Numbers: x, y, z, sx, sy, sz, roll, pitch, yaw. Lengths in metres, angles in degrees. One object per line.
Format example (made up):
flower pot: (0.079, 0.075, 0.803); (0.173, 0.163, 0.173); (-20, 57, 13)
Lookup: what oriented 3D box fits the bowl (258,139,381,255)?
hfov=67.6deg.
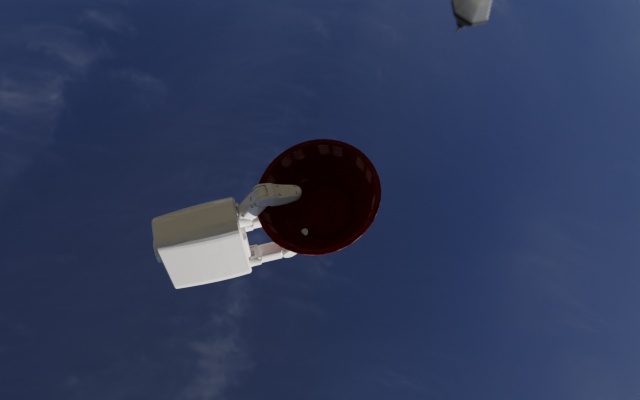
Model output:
bowl: (0.001, 0.002, 0.624); (0.162, 0.162, 0.055); (0, -24, 12)
